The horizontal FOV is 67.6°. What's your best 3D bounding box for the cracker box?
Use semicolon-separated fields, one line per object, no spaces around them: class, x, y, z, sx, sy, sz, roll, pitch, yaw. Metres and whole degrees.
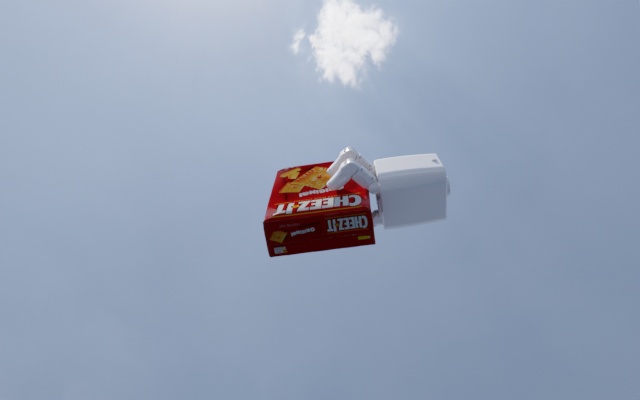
cracker box;0.000;0.003;0.799;0.164;0.072;0.213;-8;24;5
